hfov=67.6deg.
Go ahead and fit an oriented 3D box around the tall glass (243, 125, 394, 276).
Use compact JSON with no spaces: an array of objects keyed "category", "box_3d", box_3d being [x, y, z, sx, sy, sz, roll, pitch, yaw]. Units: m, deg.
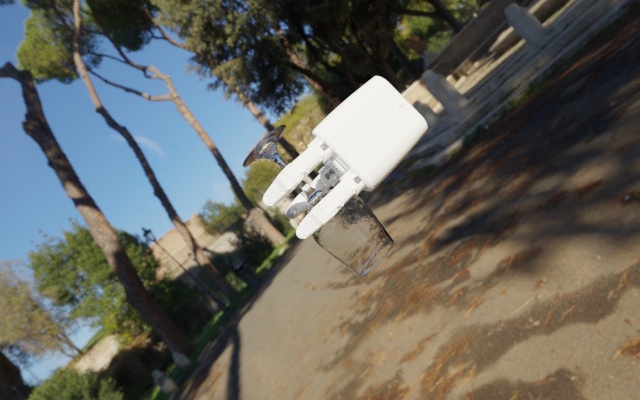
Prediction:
[{"category":"tall glass","box_3d":[-0.001,0.002,0.595,0.079,0.201,0.079,-45,0,0]}]
